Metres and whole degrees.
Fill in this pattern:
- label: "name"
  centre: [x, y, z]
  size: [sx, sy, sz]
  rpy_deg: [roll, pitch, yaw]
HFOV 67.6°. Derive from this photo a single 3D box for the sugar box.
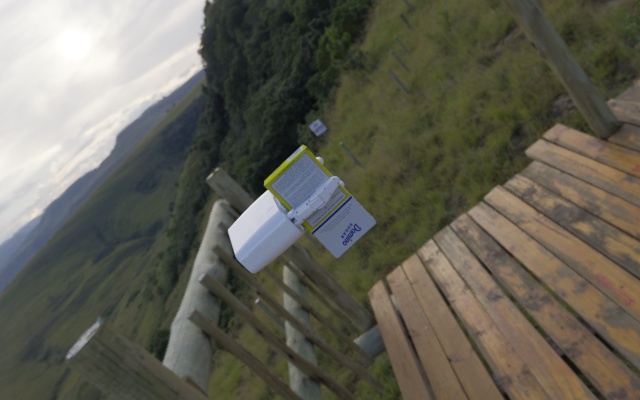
- label: "sugar box"
  centre: [0.000, 0.002, 0.794]
  size: [0.093, 0.176, 0.048]
  rpy_deg: [-42, 16, 5]
